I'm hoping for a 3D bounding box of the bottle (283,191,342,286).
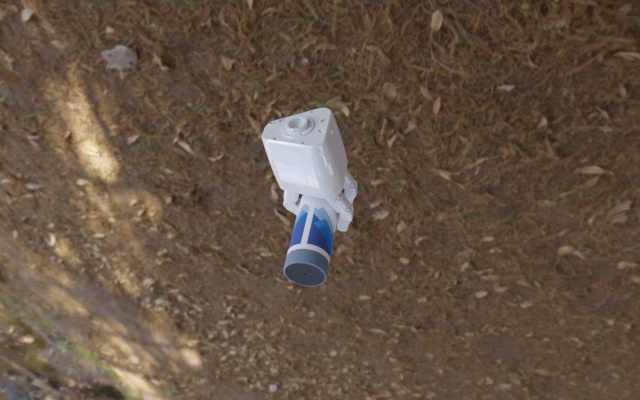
[{"bbox_3d":[0.000,0.003,0.816,0.069,0.295,0.069,7,-41,6],"label":"bottle"}]
